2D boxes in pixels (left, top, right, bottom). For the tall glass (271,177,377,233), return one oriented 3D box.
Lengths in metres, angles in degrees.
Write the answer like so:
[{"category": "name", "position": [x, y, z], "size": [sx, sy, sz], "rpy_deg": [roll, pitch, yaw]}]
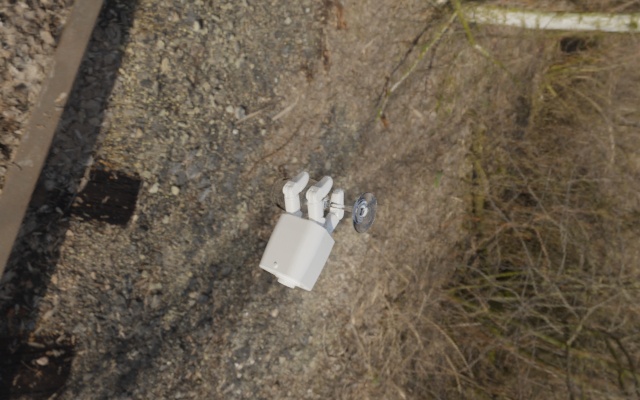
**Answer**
[{"category": "tall glass", "position": [0.001, 0.003, 0.889], "size": [0.201, 0.079, 0.079], "rpy_deg": [14, 8, 37]}]
